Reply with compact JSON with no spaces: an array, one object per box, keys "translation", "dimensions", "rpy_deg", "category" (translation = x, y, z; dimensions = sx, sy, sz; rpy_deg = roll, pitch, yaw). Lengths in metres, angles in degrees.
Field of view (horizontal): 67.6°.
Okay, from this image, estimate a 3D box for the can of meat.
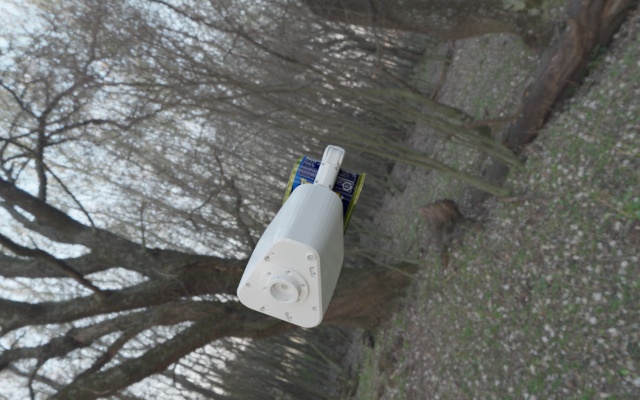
[{"translation":[0.000,0.002,0.595],"dimensions":[0.084,0.102,0.057],"rpy_deg":[19,36,2],"category":"can of meat"}]
